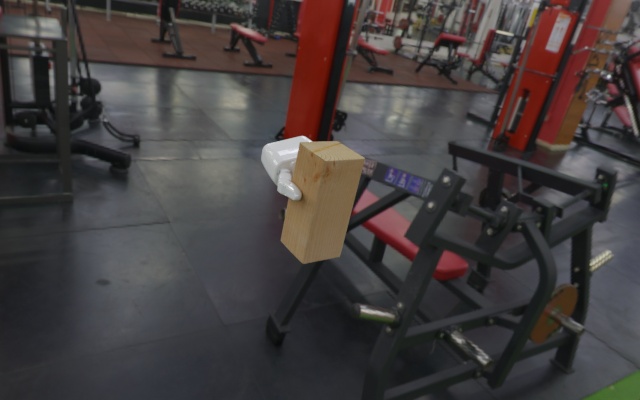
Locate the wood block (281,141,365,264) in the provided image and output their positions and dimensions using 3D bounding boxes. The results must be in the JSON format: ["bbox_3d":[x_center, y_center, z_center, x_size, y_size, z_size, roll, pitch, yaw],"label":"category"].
[{"bbox_3d":[0.000,0.003,0.888,0.091,0.206,0.090,-6,30,-35],"label":"wood block"}]
